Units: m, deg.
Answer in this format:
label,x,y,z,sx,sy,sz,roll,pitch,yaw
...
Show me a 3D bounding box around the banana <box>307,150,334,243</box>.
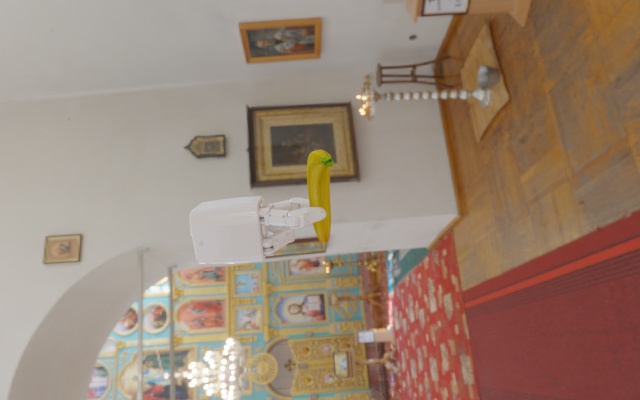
label,x,y,z,sx,sy,sz,roll,pitch,yaw
banana,-0.001,-0.014,0.753,0.037,0.069,0.198,-4,-40,-2
